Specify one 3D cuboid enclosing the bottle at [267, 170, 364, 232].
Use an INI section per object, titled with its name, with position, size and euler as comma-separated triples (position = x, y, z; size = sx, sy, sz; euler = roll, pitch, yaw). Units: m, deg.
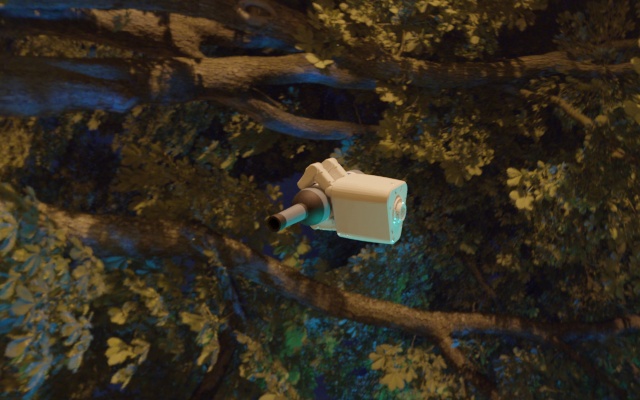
[bottle]
position = 0.000, 0.003, 0.869
size = 0.069, 0.069, 0.295
euler = 0, 13, 31
